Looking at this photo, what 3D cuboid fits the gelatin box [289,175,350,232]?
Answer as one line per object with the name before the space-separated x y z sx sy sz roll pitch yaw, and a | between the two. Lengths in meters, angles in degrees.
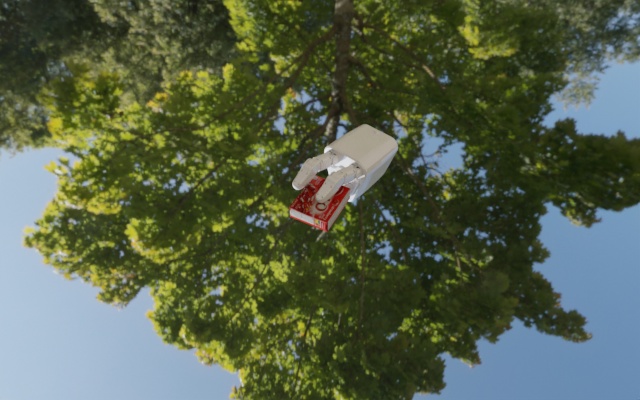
gelatin box | 0.000 0.003 0.819 0.073 0.089 0.030 22 -37 19
